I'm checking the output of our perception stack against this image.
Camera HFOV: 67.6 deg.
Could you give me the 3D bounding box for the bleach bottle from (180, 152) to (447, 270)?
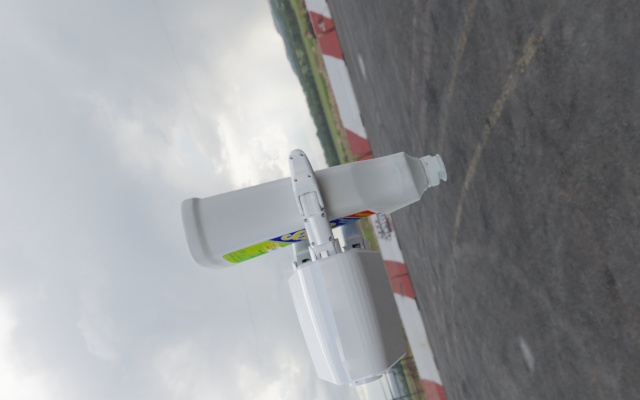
[{"bbox_3d":[0.000,0.002,0.472,0.251,0.068,0.102,-17,-14,3],"label":"bleach bottle"}]
